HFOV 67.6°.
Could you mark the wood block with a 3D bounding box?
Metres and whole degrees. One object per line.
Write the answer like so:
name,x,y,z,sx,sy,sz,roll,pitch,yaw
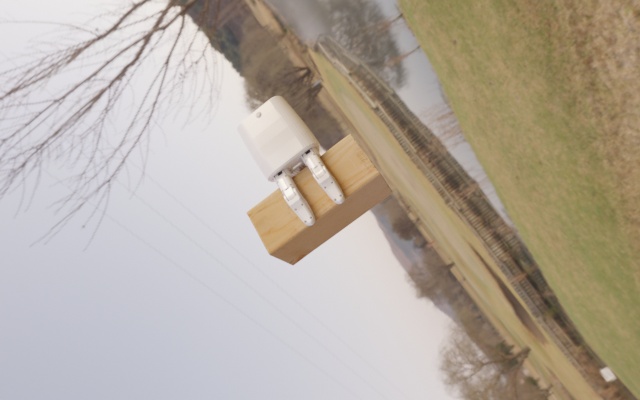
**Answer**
wood block,0.000,0.002,0.765,0.206,0.090,0.091,-37,-27,7
